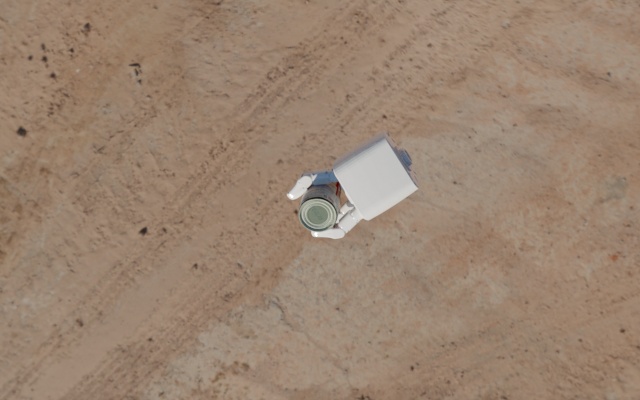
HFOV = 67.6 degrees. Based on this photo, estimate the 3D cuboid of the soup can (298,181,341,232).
[{"bbox_3d":[0.000,0.003,0.841,0.068,0.068,0.102,0,27,6],"label":"soup can"}]
